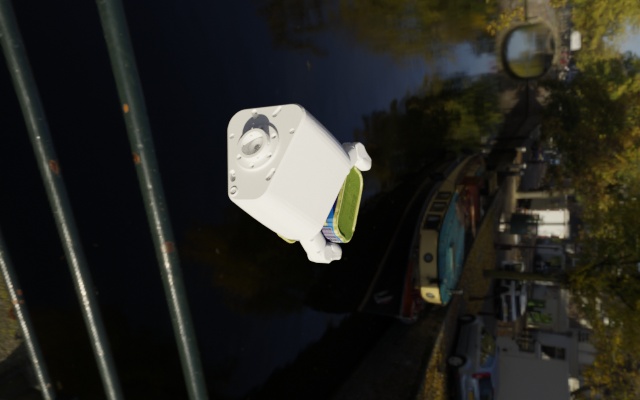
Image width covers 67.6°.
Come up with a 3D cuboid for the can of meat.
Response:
[{"bbox_3d":[0.000,0.002,0.596,0.084,0.102,0.057,0,-25,28],"label":"can of meat"}]
